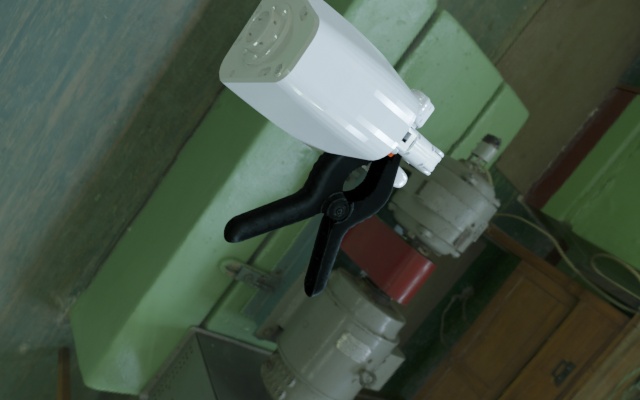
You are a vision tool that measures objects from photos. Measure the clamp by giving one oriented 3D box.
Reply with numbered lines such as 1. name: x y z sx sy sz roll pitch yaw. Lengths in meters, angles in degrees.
1. clamp: 0.000 0.002 0.421 0.120 0.171 0.039 29 10 -38
